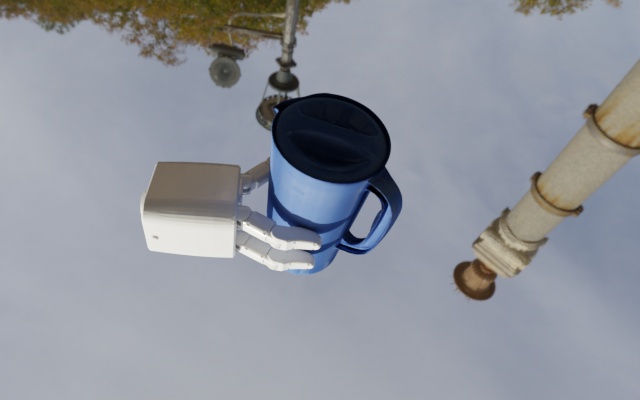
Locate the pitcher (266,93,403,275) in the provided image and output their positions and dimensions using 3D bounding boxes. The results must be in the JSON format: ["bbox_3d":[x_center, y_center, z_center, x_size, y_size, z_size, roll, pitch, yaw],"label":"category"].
[{"bbox_3d":[0.000,0.002,0.604,0.145,0.149,0.243,3,-36,-10],"label":"pitcher"}]
